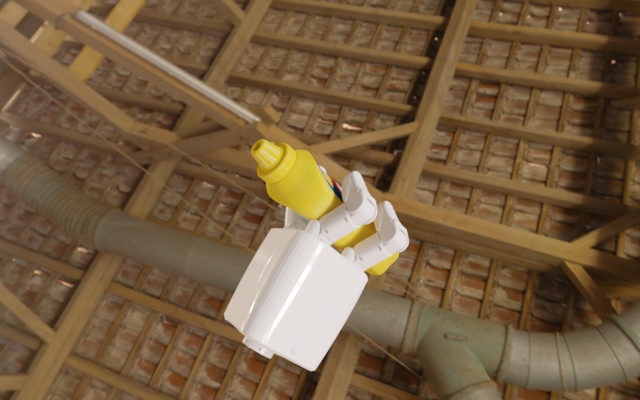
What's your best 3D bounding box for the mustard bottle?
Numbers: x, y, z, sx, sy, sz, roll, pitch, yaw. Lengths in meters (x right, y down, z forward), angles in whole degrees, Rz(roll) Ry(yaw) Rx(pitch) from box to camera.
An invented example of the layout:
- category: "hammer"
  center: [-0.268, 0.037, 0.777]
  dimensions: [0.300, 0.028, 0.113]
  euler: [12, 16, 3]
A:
- category: "mustard bottle"
  center: [0.000, 0.001, 0.497]
  dimensions: [0.192, 0.058, 0.096]
  euler: [40, 7, -35]
